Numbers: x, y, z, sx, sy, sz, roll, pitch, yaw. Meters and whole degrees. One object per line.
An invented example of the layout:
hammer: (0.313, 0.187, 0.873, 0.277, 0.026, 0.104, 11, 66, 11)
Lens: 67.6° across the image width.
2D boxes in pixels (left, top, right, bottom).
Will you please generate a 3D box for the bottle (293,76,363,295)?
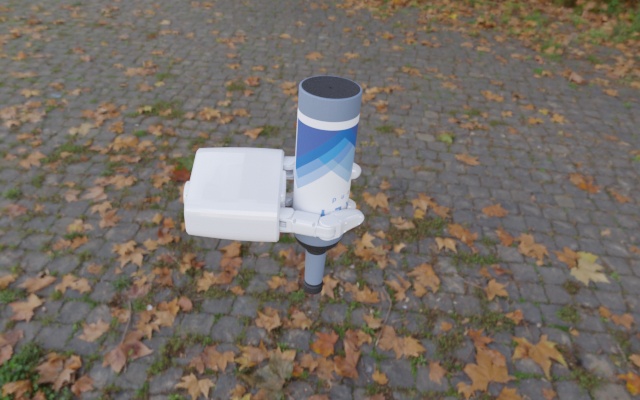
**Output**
bottle: (0.000, 0.002, 0.581, 0.069, 0.296, 0.069, 3, 35, -2)
